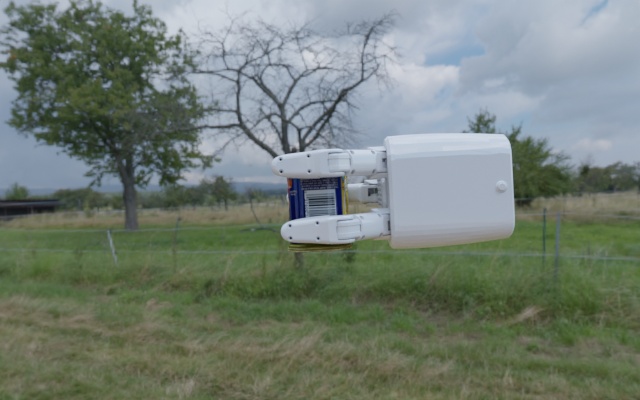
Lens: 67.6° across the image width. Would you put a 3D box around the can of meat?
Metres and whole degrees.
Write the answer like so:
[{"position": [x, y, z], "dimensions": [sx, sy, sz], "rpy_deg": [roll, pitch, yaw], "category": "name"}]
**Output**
[{"position": [0.000, 0.001, 0.454], "dimensions": [0.057, 0.084, 0.102], "rpy_deg": [-3, 1, 5], "category": "can of meat"}]
